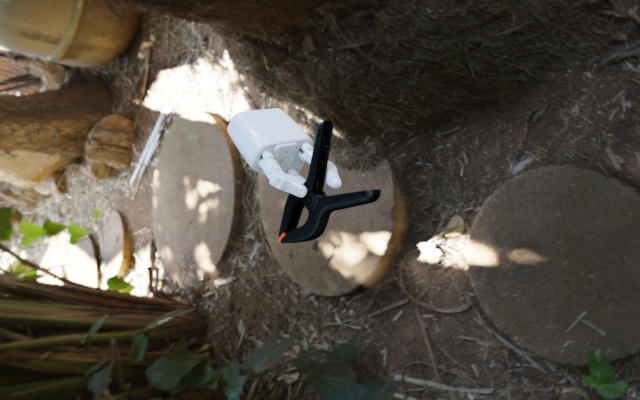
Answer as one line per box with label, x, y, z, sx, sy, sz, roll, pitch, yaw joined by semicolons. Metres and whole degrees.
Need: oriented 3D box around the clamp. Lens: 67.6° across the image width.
clamp;-0.001;0.003;0.747;0.036;0.210;0.164;6;36;-43
